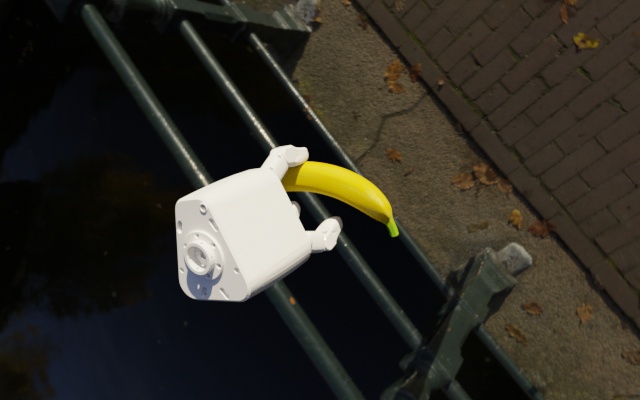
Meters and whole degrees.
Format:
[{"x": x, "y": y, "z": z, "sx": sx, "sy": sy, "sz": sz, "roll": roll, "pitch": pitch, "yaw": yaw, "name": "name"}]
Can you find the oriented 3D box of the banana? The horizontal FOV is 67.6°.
[{"x": 0.006, "y": -0.013, "z": 0.587, "sx": 0.198, "sy": 0.070, "sz": 0.037, "roll": 21, "pitch": 29, "yaw": 22, "name": "banana"}]
